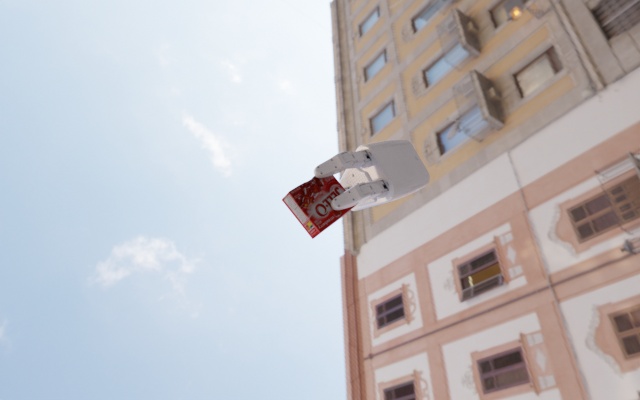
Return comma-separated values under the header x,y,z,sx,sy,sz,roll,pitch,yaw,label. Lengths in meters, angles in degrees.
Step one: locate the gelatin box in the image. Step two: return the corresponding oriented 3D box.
x,y,z,sx,sy,sz,roll,pitch,yaw,label
0.000,0.003,0.695,0.089,0.073,0.030,-34,-6,-38,gelatin box
